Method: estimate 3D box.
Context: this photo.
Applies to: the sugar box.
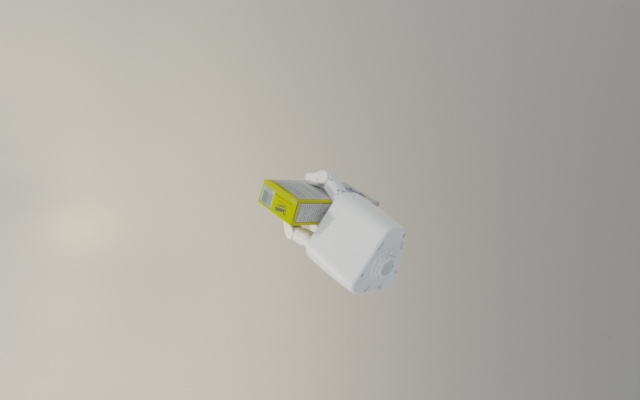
[{"bbox_3d":[0.000,0.003,0.761,0.176,0.048,0.093,4,21,-42],"label":"sugar box"}]
